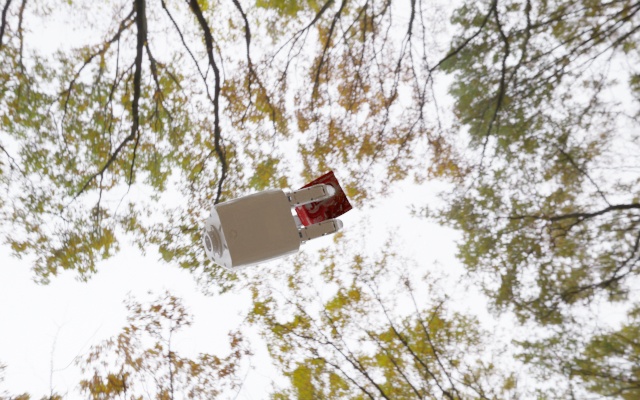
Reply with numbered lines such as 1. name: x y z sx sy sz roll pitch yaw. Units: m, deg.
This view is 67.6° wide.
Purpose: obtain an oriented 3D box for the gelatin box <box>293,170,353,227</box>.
1. gelatin box: 0.000 0.002 0.764 0.089 0.073 0.030 -30 2 -36
